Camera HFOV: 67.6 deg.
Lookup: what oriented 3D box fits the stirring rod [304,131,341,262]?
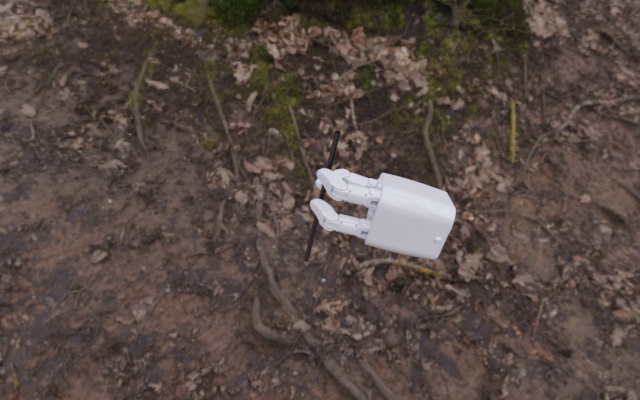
[{"bbox_3d":[0.000,0.002,0.723,0.011,0.240,0.011,9,35,-7],"label":"stirring rod"}]
